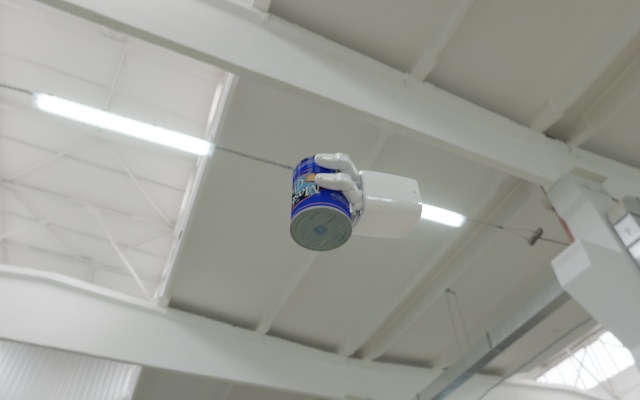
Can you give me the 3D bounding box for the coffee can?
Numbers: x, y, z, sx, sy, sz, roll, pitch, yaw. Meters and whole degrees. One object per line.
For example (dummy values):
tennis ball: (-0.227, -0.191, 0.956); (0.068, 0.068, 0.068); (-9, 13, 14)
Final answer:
coffee can: (0.000, 0.003, 0.831); (0.103, 0.103, 0.140); (0, 43, -1)
